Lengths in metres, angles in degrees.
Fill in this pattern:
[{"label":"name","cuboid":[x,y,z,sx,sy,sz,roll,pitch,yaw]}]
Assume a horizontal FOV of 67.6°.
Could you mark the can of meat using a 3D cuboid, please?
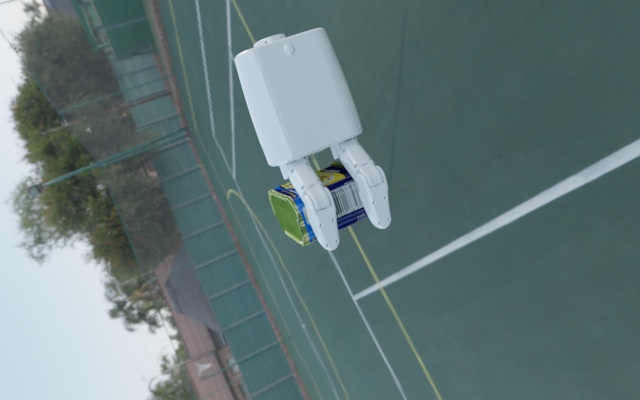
[{"label":"can of meat","cuboid":[0.000,0.002,0.498,0.084,0.057,0.102,-23,14,-16]}]
